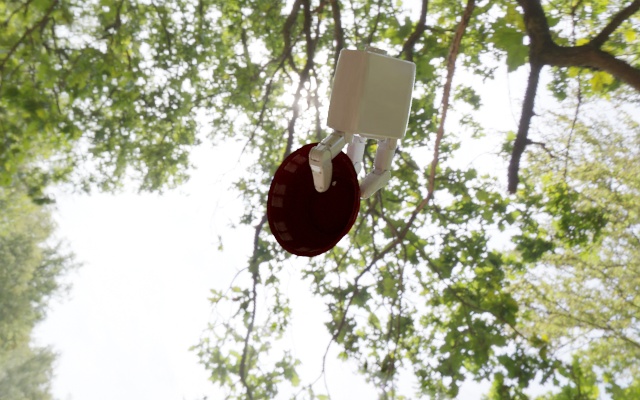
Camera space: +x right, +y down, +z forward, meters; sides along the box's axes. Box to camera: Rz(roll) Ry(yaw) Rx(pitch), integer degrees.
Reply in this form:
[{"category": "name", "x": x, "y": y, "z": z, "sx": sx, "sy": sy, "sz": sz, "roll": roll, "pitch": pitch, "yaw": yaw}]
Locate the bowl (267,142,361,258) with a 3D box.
[{"category": "bowl", "x": 0.000, "y": 0.003, "z": 0.676, "sx": 0.162, "sy": 0.162, "sz": 0.055, "roll": 0, "pitch": -10, "yaw": 38}]
